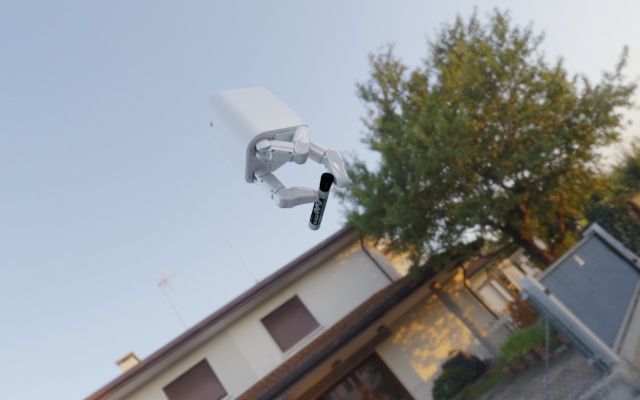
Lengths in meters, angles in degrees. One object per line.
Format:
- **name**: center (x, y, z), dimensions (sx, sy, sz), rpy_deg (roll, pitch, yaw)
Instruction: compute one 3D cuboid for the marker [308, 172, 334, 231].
- **marker**: center (0.000, 0.002, 0.687), dimensions (0.020, 0.020, 0.121), rpy_deg (0, -38, -12)
